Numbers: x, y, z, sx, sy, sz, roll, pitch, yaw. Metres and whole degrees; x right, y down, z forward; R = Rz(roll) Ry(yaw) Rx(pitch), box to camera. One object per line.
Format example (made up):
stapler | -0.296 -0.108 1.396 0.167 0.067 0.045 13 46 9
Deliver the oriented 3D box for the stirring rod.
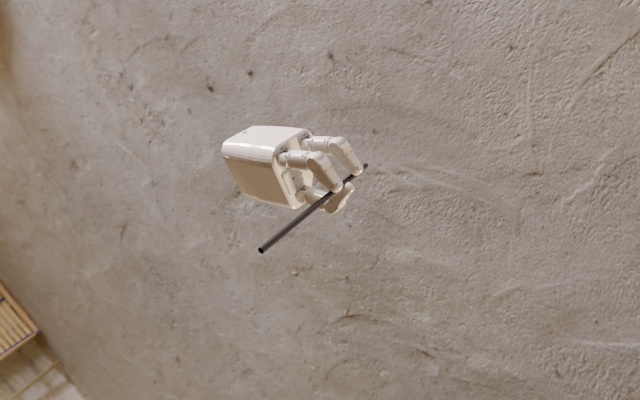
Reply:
stirring rod | 0.000 0.002 0.615 0.011 0.011 0.239 0 27 38
